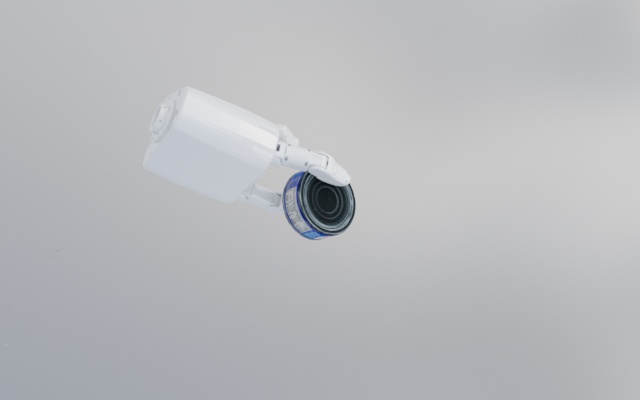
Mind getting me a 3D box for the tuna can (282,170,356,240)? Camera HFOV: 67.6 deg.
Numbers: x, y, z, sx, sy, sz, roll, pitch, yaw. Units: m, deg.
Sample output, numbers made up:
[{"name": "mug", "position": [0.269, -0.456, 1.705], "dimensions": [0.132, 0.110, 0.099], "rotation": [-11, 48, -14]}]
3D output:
[{"name": "tuna can", "position": [0.000, 0.002, 0.557], "dimensions": [0.086, 0.086, 0.034], "rotation": [0, -12, -39]}]
